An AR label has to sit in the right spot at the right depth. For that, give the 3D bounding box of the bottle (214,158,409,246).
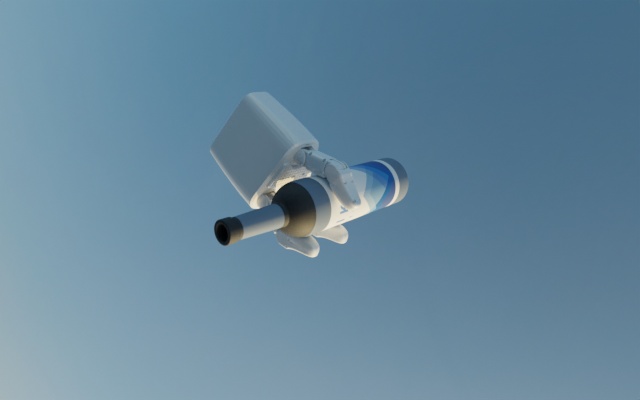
[{"bbox_3d":[0.000,0.002,0.578,0.069,0.069,0.295,0,12,43],"label":"bottle"}]
